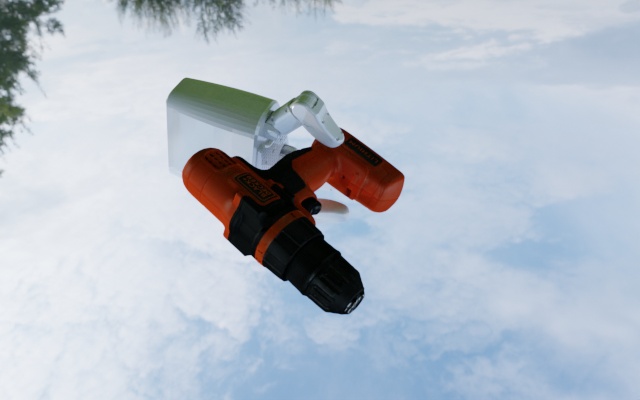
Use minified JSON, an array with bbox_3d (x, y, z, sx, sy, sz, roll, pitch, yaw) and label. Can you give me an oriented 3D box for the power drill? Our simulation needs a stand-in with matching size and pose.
[{"bbox_3d":[0.000,0.001,0.430,0.184,0.057,0.187,40,36,19],"label":"power drill"}]
